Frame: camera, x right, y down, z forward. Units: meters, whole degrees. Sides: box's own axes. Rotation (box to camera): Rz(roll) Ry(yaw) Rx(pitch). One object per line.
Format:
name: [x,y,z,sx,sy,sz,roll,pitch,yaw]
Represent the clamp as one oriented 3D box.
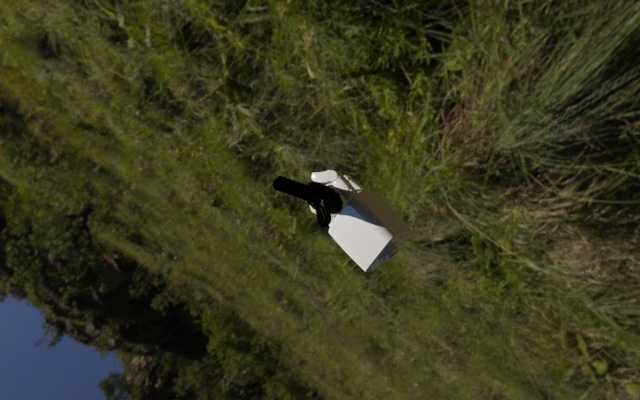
clamp: [0.000,0.003,0.839,0.120,0.039,0.171,48,22,22]
